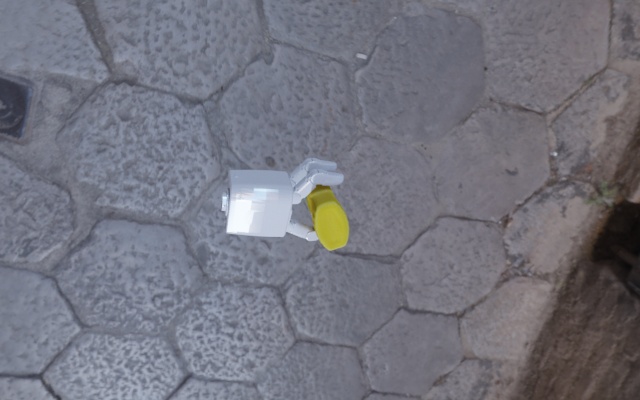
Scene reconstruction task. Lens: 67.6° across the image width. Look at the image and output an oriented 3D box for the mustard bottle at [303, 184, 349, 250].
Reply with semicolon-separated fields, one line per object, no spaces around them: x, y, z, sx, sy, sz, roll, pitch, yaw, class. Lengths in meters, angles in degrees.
0.001;0.003;0.869;0.058;0.096;0.191;-19;29;-4;mustard bottle
